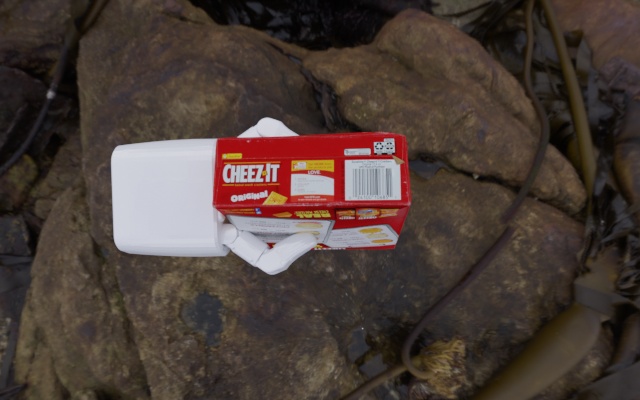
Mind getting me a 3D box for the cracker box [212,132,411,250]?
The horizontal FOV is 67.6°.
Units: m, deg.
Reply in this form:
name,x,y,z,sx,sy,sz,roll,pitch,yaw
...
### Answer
name,x,y,z,sx,sy,sz,roll,pitch,yaw
cracker box,0.000,0.002,0.492,0.164,0.072,0.214,-1,-15,5
